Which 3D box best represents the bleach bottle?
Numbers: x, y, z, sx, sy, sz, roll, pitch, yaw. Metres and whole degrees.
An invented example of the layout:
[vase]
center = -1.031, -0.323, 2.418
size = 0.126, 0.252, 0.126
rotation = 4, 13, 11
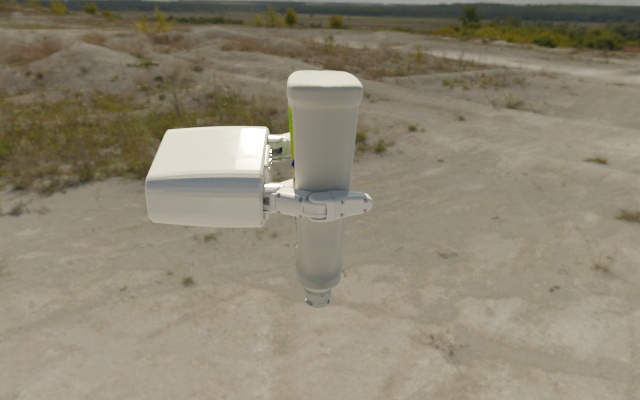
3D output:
[bleach bottle]
center = 0.000, 0.002, 0.488
size = 0.068, 0.251, 0.102
rotation = 0, 23, -3
